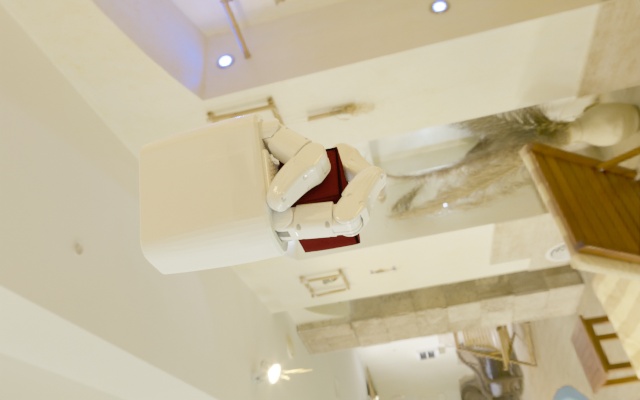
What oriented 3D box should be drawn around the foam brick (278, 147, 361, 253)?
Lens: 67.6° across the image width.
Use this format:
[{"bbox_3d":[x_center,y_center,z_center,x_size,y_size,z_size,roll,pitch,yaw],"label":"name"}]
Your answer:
[{"bbox_3d":[0.000,0.002,0.411,0.051,0.053,0.078,-12,-38,8],"label":"foam brick"}]
